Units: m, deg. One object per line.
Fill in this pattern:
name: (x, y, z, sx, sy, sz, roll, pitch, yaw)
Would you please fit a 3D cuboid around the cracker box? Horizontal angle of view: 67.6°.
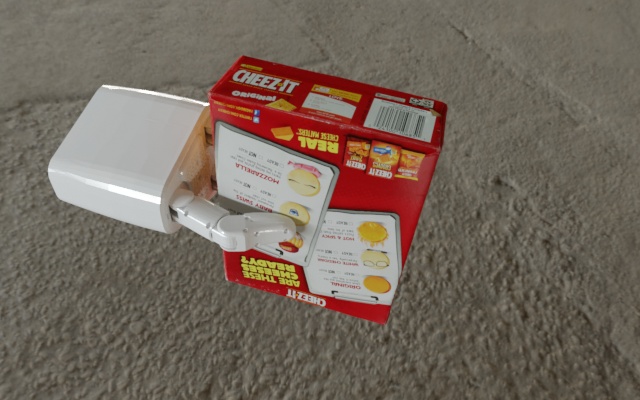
cracker box: (0.000, 0.001, 0.407, 0.164, 0.214, 0.072, 14, 45, 9)
